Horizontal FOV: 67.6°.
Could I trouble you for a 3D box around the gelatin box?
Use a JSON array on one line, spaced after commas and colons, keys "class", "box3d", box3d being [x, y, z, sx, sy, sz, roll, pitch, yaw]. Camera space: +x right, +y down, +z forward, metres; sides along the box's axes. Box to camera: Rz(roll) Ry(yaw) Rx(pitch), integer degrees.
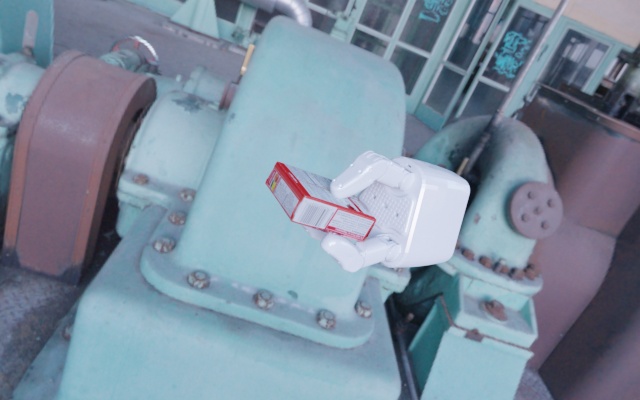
[{"class": "gelatin box", "box3d": [0.000, 0.001, 0.458, 0.089, 0.030, 0.073, 18, 20, -34]}]
